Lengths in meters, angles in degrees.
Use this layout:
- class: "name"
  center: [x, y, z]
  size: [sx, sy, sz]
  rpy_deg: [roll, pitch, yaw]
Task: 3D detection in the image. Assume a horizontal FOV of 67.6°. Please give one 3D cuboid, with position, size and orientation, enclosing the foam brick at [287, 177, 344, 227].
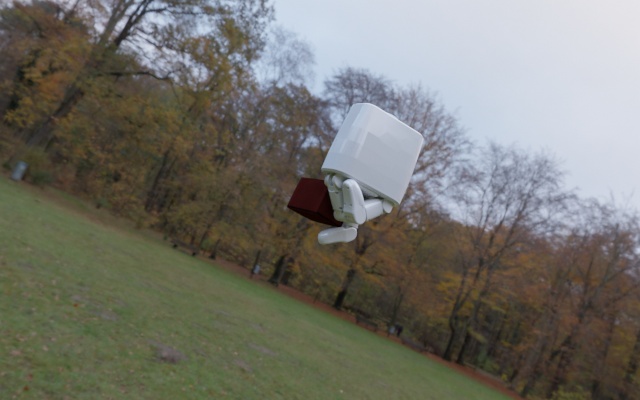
- class: "foam brick"
  center: [0.000, 0.002, 0.697]
  size: [0.053, 0.051, 0.078]
  rpy_deg: [31, -12, -36]
